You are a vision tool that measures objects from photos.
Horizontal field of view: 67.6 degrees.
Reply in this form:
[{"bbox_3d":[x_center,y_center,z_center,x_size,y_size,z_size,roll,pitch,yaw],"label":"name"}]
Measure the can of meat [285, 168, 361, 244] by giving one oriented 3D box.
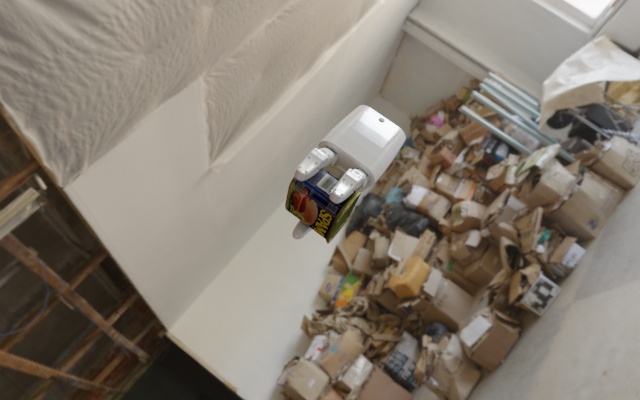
[{"bbox_3d":[0.000,0.002,0.673,0.084,0.057,0.102,36,-28,9],"label":"can of meat"}]
